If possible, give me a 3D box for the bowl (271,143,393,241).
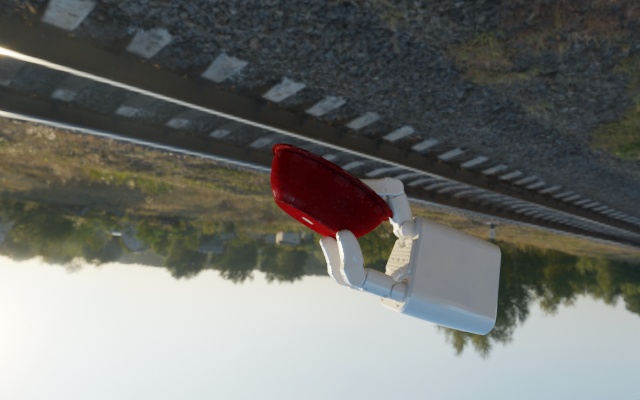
[{"bbox_3d":[-0.001,0.002,0.551,0.162,0.055,0.162,30,-10,6],"label":"bowl"}]
